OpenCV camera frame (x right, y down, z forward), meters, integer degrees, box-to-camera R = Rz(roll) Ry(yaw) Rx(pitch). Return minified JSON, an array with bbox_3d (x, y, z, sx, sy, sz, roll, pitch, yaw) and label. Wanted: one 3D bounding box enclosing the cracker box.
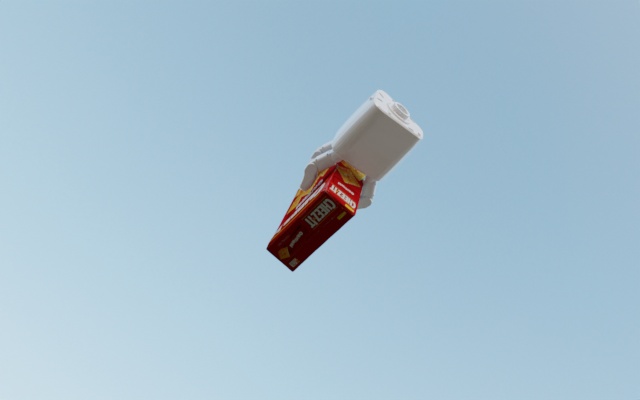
[{"bbox_3d":[0.000,0.003,0.855,0.164,0.072,0.213,-45,10,29],"label":"cracker box"}]
